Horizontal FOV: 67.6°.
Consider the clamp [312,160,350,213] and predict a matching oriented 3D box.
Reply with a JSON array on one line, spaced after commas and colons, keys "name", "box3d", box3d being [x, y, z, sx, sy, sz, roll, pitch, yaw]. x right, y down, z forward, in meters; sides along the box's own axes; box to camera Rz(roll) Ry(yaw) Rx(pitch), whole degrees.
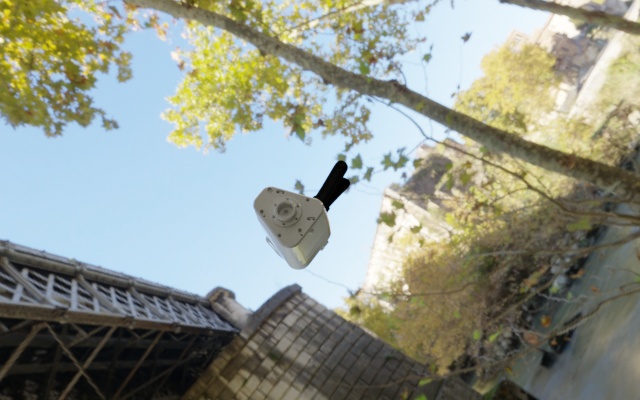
[{"name": "clamp", "box3d": [0.000, 0.003, 0.865, 0.039, 0.171, 0.120, 32, -17, 18]}]
